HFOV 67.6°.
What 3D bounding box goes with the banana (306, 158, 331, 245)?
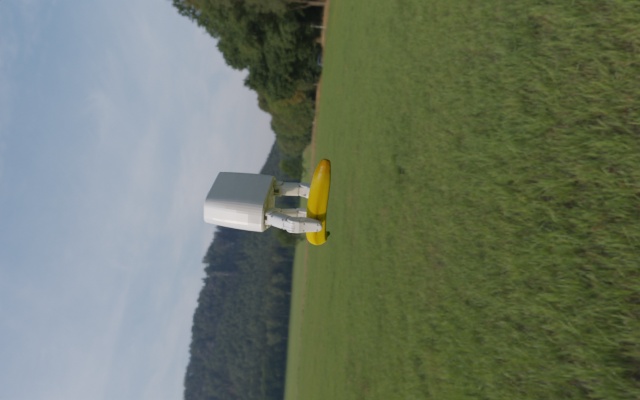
[{"bbox_3d":[-0.004,0.018,0.838,0.037,0.069,0.198,10,-43,8],"label":"banana"}]
